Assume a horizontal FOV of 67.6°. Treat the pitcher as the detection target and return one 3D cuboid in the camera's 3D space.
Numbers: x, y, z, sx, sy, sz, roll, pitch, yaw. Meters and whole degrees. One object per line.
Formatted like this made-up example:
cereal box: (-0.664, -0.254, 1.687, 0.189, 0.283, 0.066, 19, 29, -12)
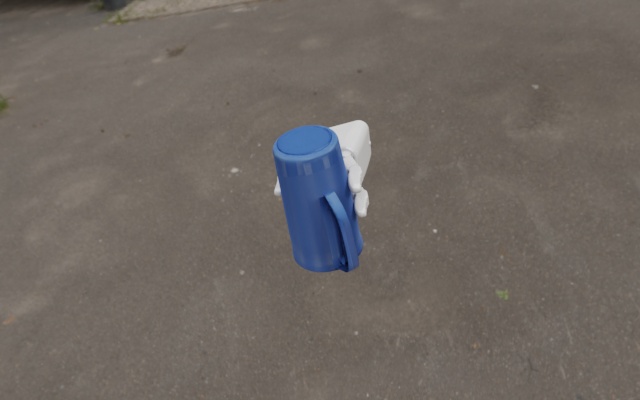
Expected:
pitcher: (0.000, 0.003, 0.823, 0.149, 0.243, 0.145, 4, 40, 20)
